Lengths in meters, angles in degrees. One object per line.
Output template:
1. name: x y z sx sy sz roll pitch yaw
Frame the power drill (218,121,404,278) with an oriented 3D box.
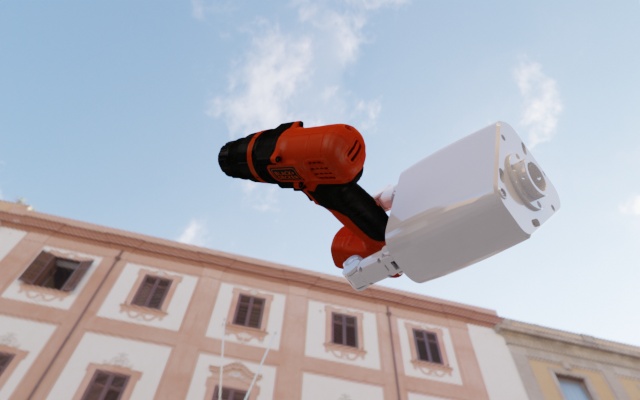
1. power drill: 0.001 0.002 0.480 0.184 0.057 0.188 3 -35 47
